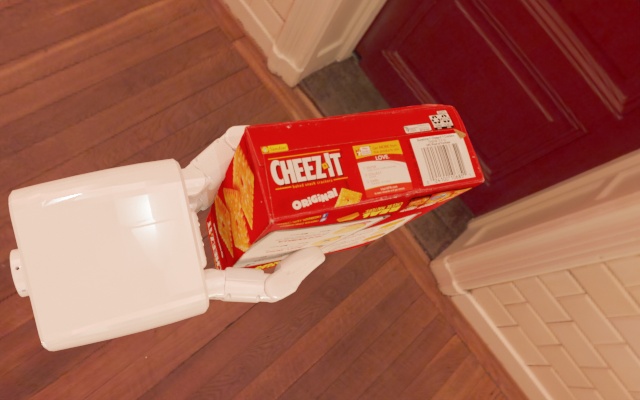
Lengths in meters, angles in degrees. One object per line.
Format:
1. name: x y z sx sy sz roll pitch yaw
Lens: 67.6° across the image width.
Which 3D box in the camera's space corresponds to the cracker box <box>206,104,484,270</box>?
1. cracker box: 0.000 0.001 0.404 0.164 0.072 0.214 -11 -13 -23
